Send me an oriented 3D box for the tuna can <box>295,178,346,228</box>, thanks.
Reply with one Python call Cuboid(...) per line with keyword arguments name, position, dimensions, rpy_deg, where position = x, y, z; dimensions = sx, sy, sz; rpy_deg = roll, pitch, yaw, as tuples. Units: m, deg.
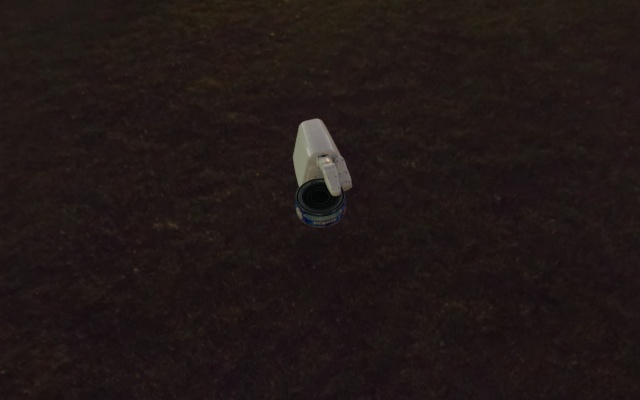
Cuboid(name="tuna can", position=(0.000, 0.002, 0.805), dimensions=(0.086, 0.086, 0.034), rpy_deg=(0, -42, 3))
